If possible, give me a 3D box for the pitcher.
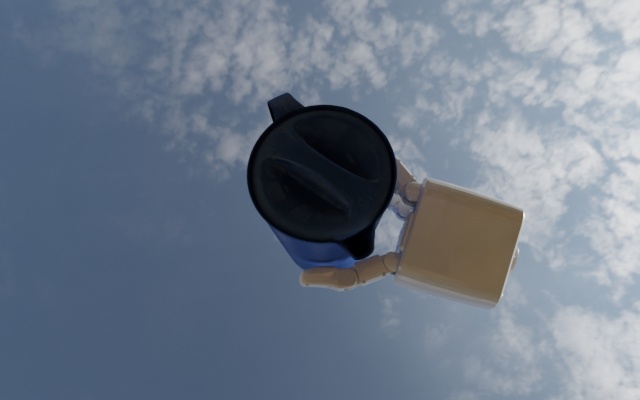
[{"bbox_3d":[0.000,0.002,0.531,0.145,0.149,0.243,15,-18,7],"label":"pitcher"}]
